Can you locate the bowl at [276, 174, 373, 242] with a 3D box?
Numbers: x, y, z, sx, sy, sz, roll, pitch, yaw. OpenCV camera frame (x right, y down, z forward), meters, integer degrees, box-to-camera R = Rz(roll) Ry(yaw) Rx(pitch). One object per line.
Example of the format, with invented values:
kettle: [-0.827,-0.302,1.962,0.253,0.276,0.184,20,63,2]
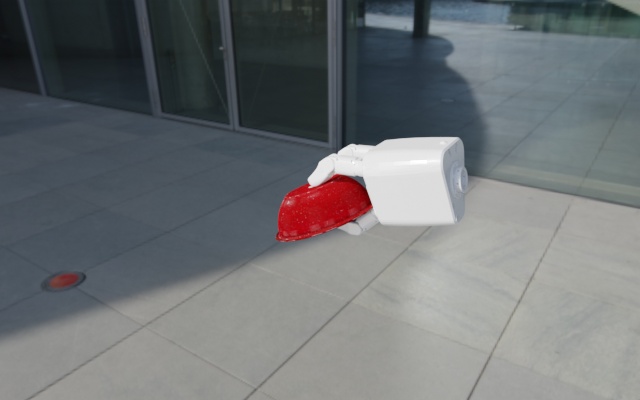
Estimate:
bowl: [-0.001,0.002,0.702,0.162,0.055,0.162,-21,10,4]
